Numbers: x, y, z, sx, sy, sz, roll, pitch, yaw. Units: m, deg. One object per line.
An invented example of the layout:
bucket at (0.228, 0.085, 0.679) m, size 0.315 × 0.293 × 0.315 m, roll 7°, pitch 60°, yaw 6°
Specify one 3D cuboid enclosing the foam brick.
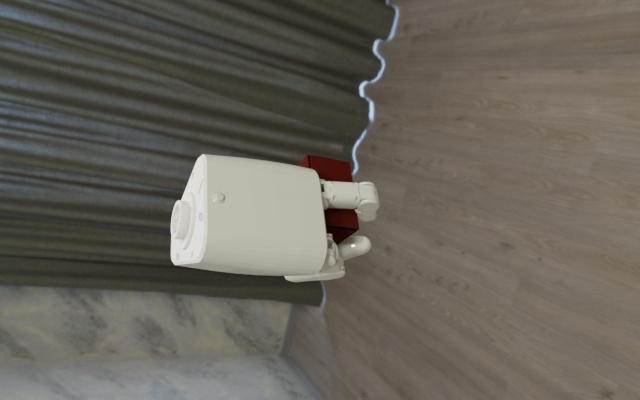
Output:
foam brick at (0.000, 0.001, 0.482) m, size 0.051 × 0.078 × 0.053 m, roll 8°, pitch -29°, yaw -28°
